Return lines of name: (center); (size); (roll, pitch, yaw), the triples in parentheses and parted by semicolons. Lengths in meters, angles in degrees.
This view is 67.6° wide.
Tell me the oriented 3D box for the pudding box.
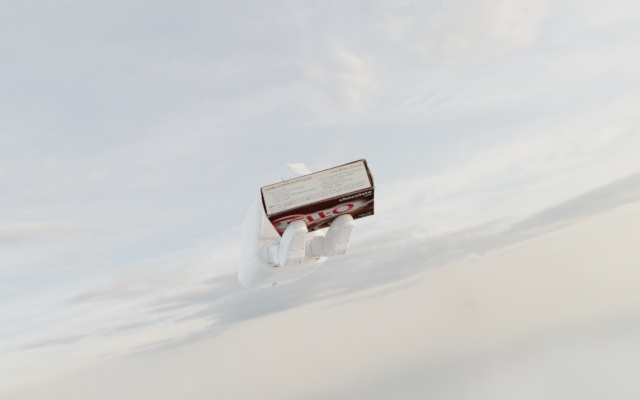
pudding box: (0.000, 0.002, 0.508); (0.113, 0.039, 0.090); (-17, -19, 0)
